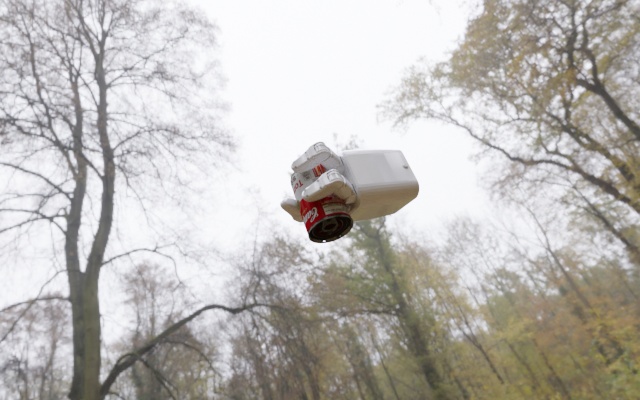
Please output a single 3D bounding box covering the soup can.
[{"bbox_3d":[0.000,0.002,0.702,0.068,0.102,0.069,-15,-33,-10],"label":"soup can"}]
